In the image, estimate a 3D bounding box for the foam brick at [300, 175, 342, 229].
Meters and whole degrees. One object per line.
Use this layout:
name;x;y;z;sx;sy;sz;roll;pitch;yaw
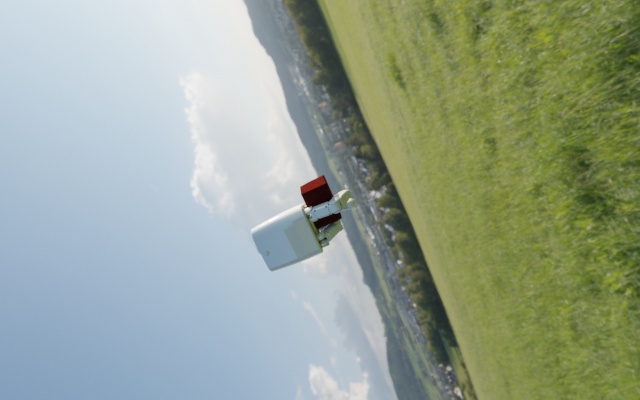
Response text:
foam brick;0.000;0.003;0.890;0.051;0.078;0.053;-23;19;4
